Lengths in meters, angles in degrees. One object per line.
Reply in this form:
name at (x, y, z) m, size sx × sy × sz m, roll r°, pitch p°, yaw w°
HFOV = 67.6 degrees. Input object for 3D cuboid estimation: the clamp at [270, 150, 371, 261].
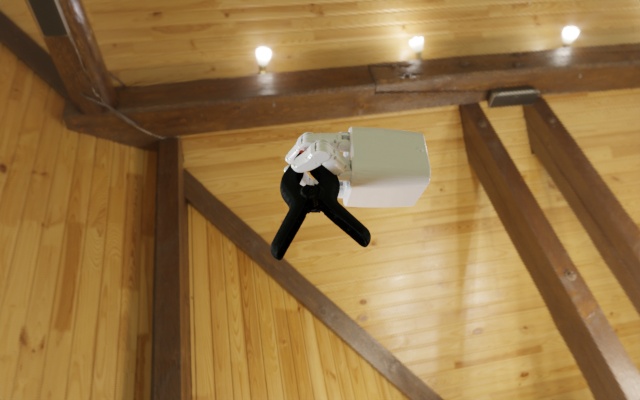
clamp at (0.000, 0.002, 0.615) m, size 0.120 × 0.171 × 0.039 m, roll 2°, pitch -39°, yaw -3°
